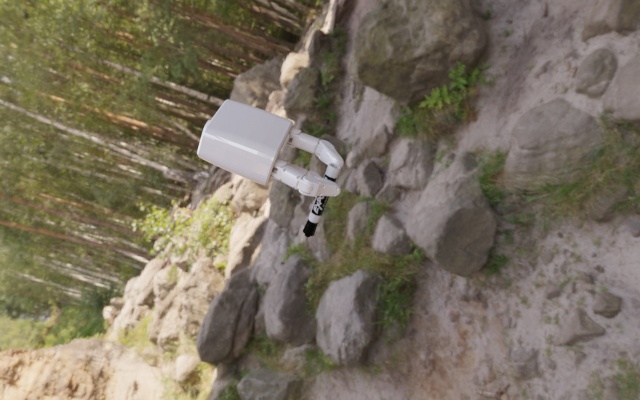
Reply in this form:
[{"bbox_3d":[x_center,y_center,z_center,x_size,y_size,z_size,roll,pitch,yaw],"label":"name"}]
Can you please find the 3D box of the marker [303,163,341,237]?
[{"bbox_3d":[0.000,0.002,0.699,0.020,0.121,0.020,18,25,-8],"label":"marker"}]
